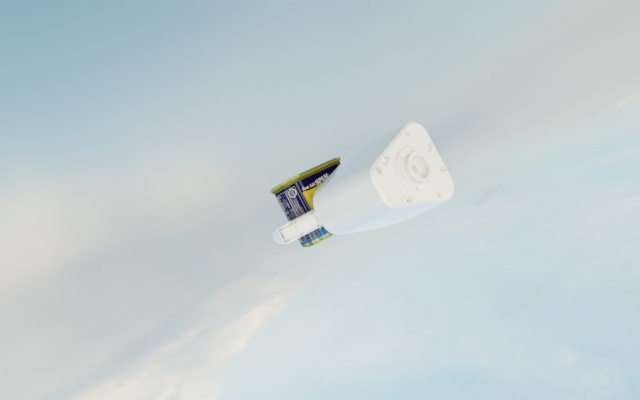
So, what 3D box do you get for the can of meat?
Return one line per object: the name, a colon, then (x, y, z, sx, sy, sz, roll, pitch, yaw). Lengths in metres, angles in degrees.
can of meat: (0.000, 0.002, 0.605, 0.102, 0.084, 0.057, -28, 0, -40)
